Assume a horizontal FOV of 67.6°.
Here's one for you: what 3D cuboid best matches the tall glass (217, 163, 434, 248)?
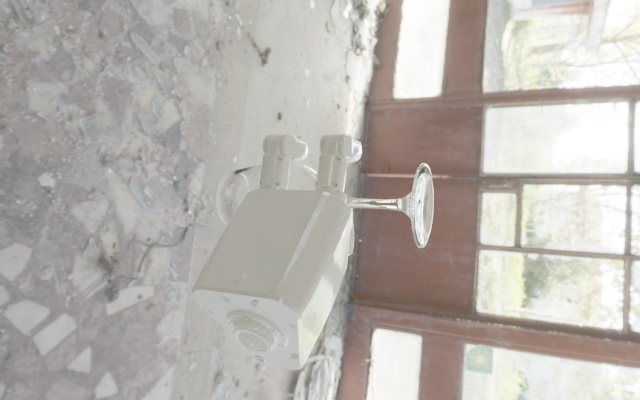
[{"bbox_3d":[0.001,0.001,0.458,0.201,0.079,0.079,2,1,25],"label":"tall glass"}]
